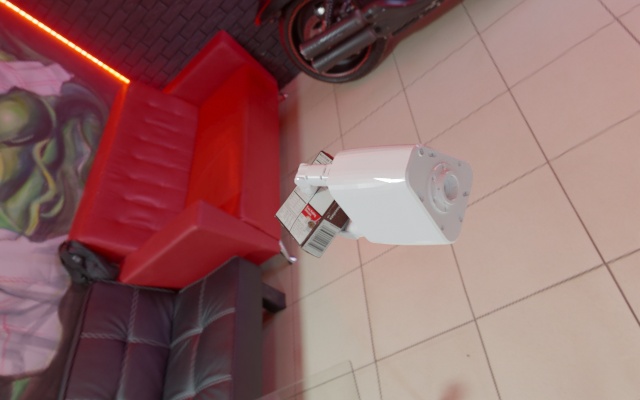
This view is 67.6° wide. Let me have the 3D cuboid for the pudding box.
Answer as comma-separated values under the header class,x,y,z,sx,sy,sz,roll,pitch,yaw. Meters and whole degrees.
class,x,y,z,sx,sy,sz,roll,pitch,yaw
pudding box,0.000,0.002,0.609,0.039,0.113,0.090,34,6,-36
